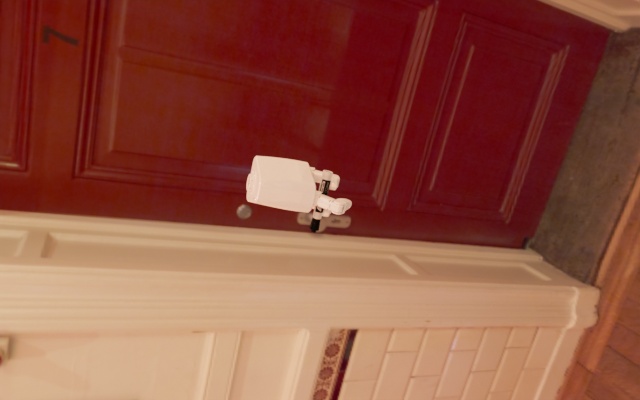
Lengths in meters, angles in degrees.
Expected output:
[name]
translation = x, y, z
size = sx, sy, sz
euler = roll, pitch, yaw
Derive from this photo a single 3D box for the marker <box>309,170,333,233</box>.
[marker]
translation = 0.000, 0.003, 0.897
size = 0.020, 0.121, 0.020
euler = 13, 15, -3
